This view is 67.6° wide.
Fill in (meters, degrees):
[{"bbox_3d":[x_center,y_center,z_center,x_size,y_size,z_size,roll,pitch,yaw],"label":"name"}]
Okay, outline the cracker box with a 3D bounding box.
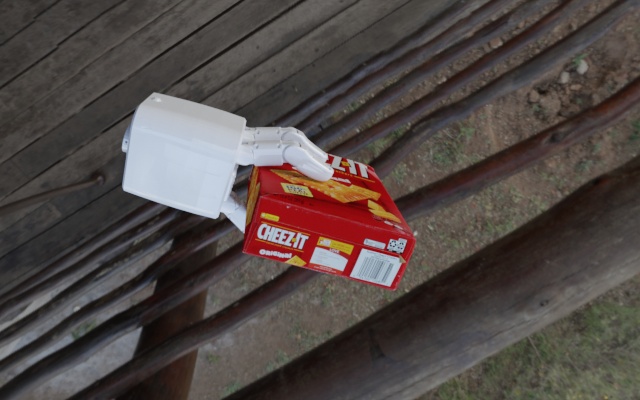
[{"bbox_3d":[0.000,0.002,0.552,0.164,0.072,0.213,16,21,-13],"label":"cracker box"}]
